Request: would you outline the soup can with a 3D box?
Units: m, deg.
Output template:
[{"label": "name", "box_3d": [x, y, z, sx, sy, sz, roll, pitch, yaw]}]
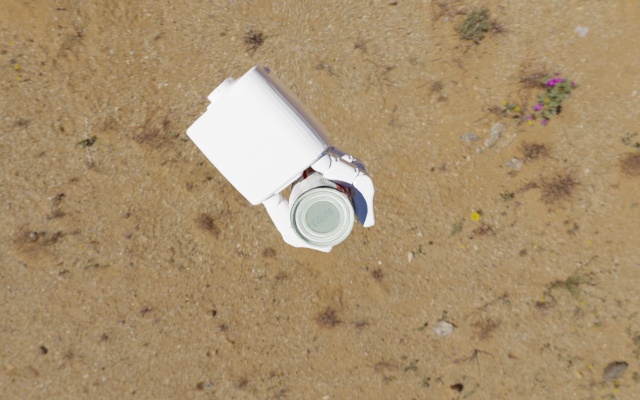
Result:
[{"label": "soup can", "box_3d": [0.000, 0.002, 0.525, 0.068, 0.068, 0.102, 0, 18, -3]}]
